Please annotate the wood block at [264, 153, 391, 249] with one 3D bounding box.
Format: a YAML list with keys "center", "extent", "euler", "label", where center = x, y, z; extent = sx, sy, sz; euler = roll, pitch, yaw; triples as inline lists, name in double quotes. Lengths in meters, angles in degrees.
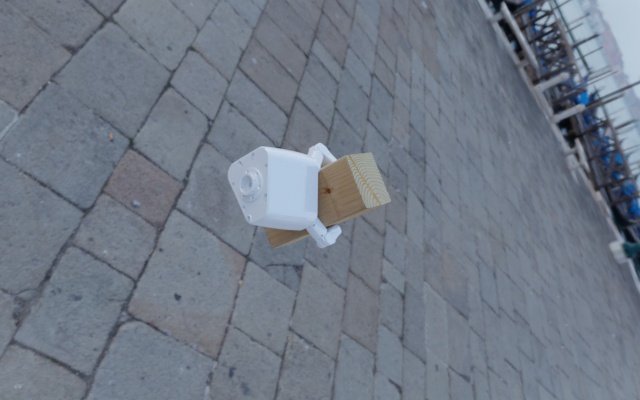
- center: [0.000, 0.003, 0.814]
  extent: [0.206, 0.091, 0.090]
  euler: [-25, -7, 34]
  label: "wood block"
